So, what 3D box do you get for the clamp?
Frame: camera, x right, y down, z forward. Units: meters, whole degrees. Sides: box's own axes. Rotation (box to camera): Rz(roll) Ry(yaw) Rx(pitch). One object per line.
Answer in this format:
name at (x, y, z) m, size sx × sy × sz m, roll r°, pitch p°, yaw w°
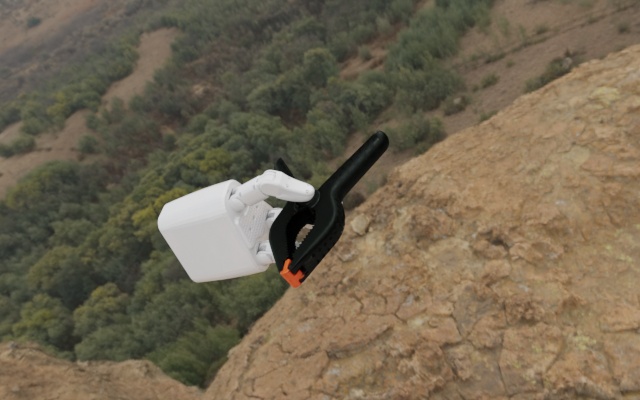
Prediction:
clamp at (-0.001, 0.002, 0.552) m, size 0.164 × 0.209 × 0.036 m, roll -17°, pitch -50°, yaw 26°
